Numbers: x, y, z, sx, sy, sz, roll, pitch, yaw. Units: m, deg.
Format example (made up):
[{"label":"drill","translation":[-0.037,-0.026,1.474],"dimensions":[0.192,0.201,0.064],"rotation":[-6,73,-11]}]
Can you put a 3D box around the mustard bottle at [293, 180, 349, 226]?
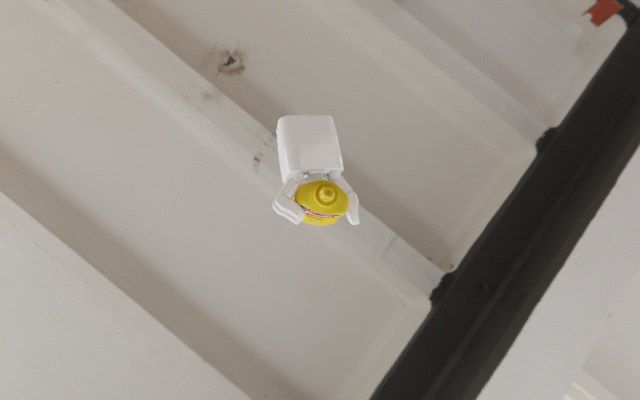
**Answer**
[{"label":"mustard bottle","translation":[0.000,0.003,0.856],"dimensions":[0.096,0.058,0.192],"rotation":[16,-13,-5]}]
